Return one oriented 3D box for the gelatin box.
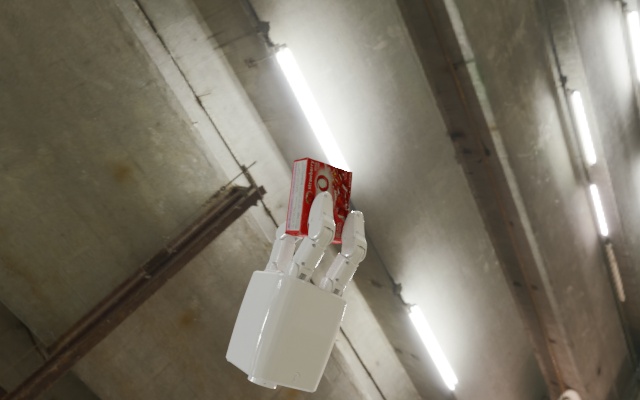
[{"bbox_3d":[0.000,0.002,0.557,0.073,0.089,0.030,14,-13,-40],"label":"gelatin box"}]
